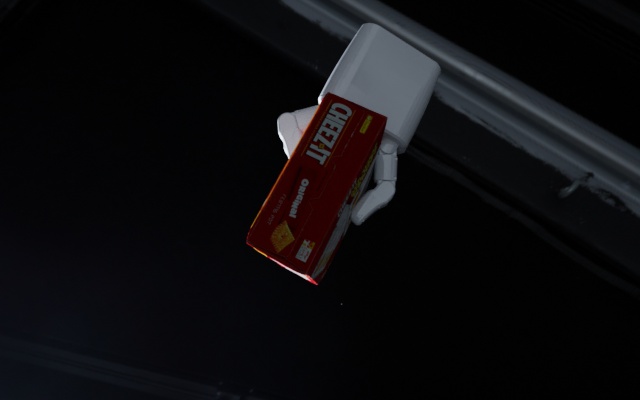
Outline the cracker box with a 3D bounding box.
[{"bbox_3d":[0.000,0.002,0.529,0.072,0.164,0.214,26,-10,8],"label":"cracker box"}]
